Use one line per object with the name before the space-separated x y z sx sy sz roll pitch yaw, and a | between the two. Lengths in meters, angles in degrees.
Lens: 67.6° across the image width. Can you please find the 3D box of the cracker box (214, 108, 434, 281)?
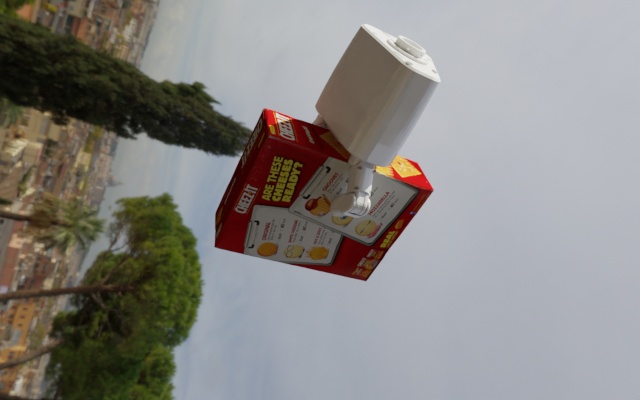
cracker box | 0.000 0.002 0.578 0.214 0.164 0.072 16 33 -24
